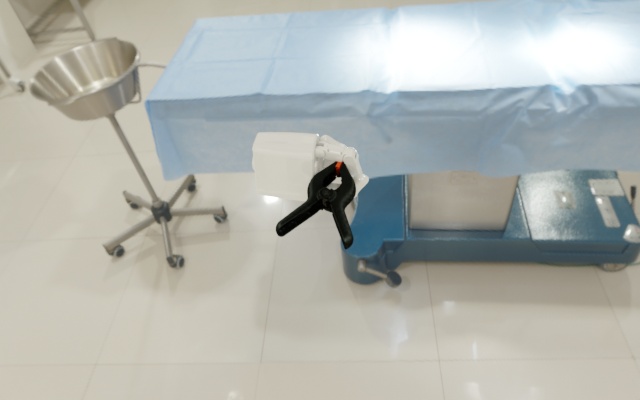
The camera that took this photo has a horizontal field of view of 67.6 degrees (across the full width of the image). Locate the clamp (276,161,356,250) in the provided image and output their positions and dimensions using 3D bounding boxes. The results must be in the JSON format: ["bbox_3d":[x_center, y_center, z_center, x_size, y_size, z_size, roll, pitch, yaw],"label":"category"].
[{"bbox_3d":[0.000,0.002,0.757,0.120,0.171,0.039,7,-43,6],"label":"clamp"}]
